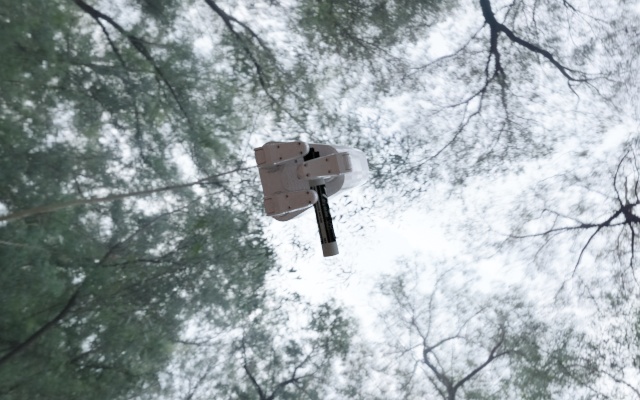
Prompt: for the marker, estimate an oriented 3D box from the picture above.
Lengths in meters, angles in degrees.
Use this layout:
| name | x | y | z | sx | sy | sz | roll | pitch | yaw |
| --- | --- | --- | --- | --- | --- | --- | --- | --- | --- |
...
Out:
| name | x | y | z | sx | sy | sz | roll | pitch | yaw |
| --- | --- | --- | --- | --- | --- | --- | --- | --- | --- |
| marker | 0.000 | 0.002 | 0.525 | 0.020 | 0.121 | 0.020 | -12 | 1 | 0 |
